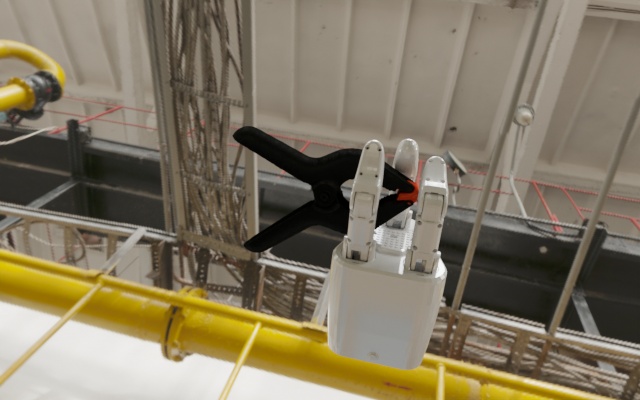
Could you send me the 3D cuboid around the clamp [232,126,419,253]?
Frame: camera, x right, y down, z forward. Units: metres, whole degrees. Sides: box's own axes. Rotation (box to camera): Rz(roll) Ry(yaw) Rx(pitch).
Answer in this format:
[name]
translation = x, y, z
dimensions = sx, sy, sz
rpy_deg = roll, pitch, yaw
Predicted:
[clamp]
translation = 0.000, 0.001, 0.437
dimensions = 0.171, 0.120, 0.039
rpy_deg = 10, 25, 10
